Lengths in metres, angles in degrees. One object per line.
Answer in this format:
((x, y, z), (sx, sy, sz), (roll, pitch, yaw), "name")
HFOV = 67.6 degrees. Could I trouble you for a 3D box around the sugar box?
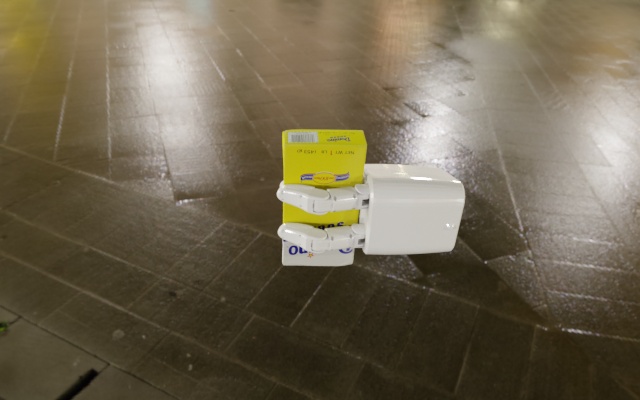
((0.000, 0.002, 0.575), (0.093, 0.176, 0.048), (0, 33, -3), "sugar box")
